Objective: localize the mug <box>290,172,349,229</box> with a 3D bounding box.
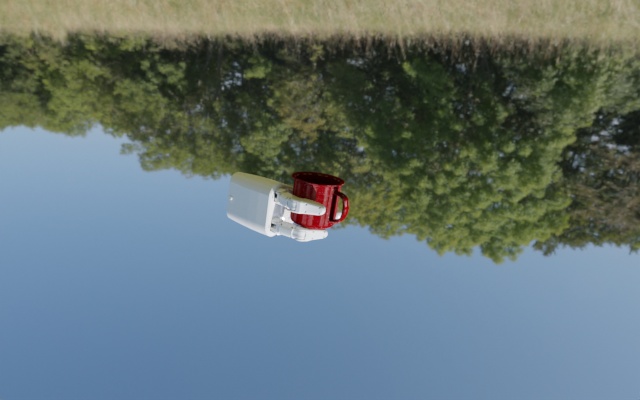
[{"bbox_3d":[0.001,0.003,0.833,0.117,0.081,0.093,19,18,33],"label":"mug"}]
